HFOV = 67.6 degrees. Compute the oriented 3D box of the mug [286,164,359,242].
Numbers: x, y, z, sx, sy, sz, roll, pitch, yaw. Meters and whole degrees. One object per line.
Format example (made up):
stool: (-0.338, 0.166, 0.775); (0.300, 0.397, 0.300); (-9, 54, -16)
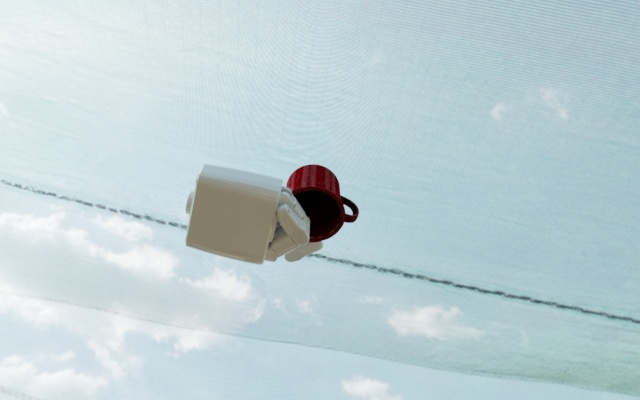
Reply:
mug: (0.002, 0.002, 0.696); (0.117, 0.093, 0.081); (13, 31, -8)
